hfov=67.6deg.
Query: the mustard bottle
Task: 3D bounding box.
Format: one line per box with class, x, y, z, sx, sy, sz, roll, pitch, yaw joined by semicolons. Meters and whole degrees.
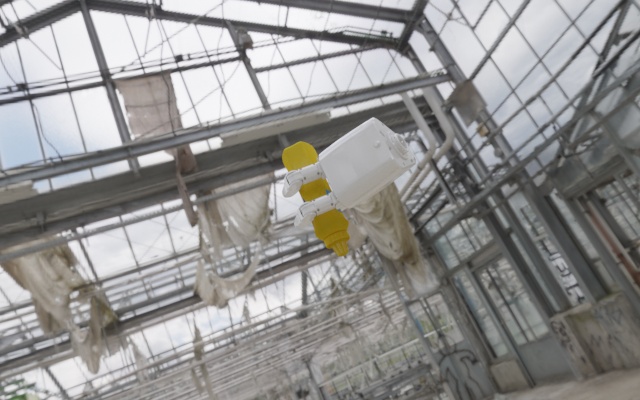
mustard bottle;0.000;0.002;0.781;0.058;0.191;0.096;-26;-20;2
